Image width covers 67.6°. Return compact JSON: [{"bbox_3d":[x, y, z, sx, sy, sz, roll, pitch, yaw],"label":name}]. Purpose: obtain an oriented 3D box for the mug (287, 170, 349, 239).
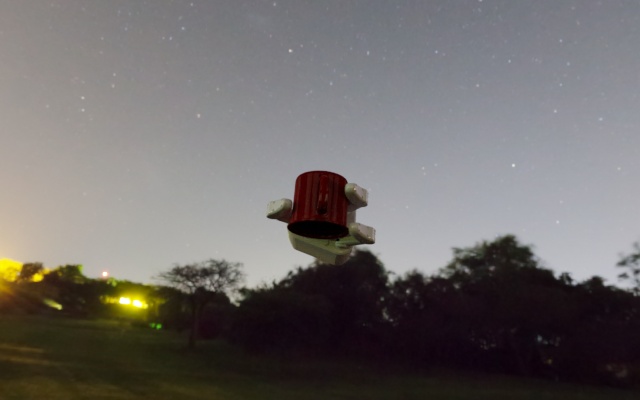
[{"bbox_3d":[0.000,0.002,0.705,0.093,0.081,0.117,5,-20,0],"label":"mug"}]
